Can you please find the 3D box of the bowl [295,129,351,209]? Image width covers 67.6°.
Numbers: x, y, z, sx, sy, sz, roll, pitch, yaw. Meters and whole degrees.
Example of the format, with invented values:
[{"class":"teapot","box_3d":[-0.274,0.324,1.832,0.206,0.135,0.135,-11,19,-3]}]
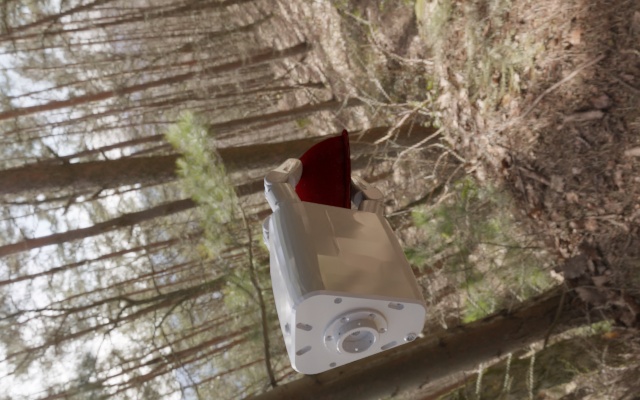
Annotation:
[{"class":"bowl","box_3d":[0.000,0.001,0.529,0.055,0.162,0.162,1,0,-1]}]
